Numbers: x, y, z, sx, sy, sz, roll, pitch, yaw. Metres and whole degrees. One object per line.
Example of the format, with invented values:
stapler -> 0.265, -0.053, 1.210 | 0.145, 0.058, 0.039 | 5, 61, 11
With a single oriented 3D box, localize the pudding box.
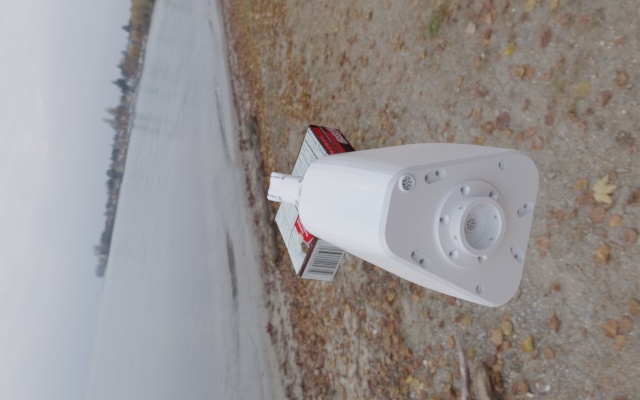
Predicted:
pudding box -> 0.000, 0.001, 0.429 | 0.039, 0.113, 0.090 | 9, 30, -26
